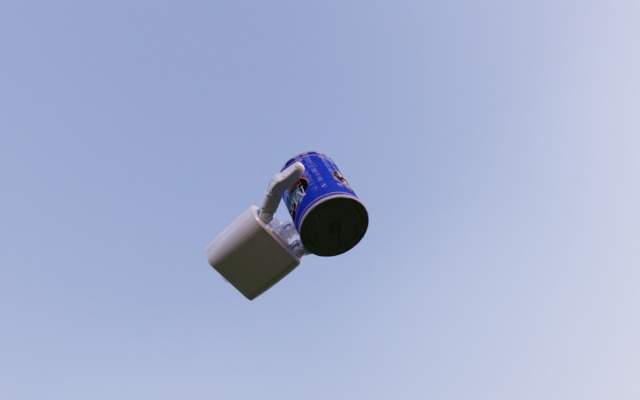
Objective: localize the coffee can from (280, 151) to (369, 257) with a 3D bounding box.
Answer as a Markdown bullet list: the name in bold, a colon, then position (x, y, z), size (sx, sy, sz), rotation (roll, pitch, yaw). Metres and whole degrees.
- **coffee can**: position (0.000, 0.002, 0.721), size (0.103, 0.103, 0.140), rotation (0, 31, -20)
